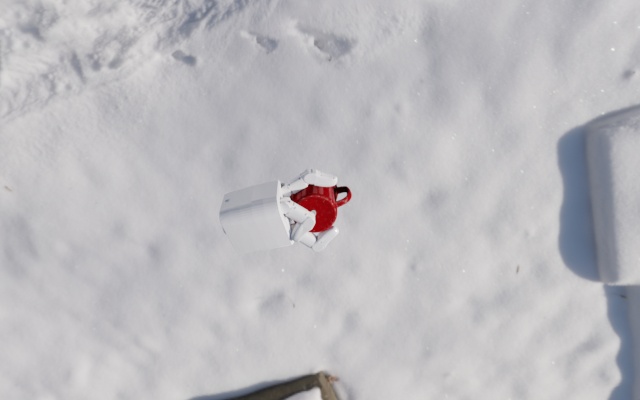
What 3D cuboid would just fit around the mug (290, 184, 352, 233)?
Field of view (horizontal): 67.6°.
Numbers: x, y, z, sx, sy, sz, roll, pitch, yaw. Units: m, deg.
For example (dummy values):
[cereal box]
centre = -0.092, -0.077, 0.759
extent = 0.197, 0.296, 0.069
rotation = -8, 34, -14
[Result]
[mug]
centre = 0.002, 0.003, 0.870
extent = 0.117, 0.093, 0.081
rotation = -13, 30, 5
